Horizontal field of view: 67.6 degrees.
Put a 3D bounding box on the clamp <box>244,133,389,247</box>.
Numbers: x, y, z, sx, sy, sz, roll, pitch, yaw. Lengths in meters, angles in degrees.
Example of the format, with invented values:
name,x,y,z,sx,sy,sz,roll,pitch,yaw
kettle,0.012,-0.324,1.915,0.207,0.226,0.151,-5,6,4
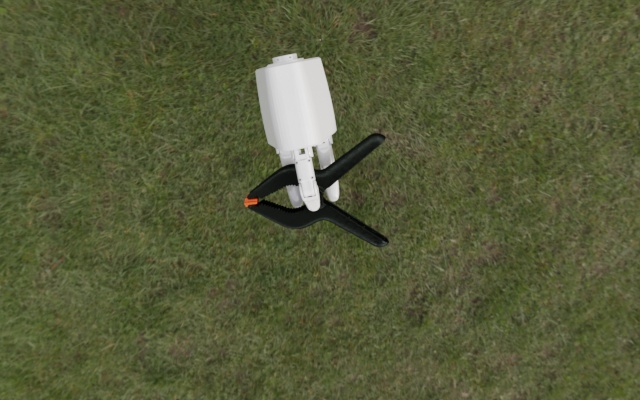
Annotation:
name,x,y,z,sx,sy,sz,roll,pitch,yaw
clamp,0.000,0.002,0.680,0.210,0.164,0.036,-10,14,3
